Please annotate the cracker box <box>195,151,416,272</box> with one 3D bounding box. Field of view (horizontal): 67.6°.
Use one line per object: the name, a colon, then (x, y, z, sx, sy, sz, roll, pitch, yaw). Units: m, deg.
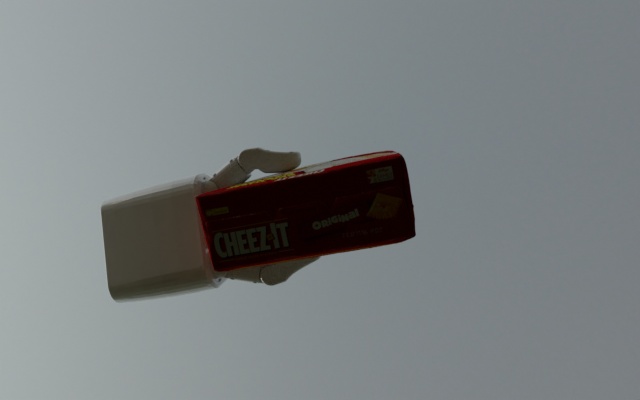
cracker box: (0.000, 0.001, 0.463, 0.164, 0.072, 0.213, -11, 6, 8)
